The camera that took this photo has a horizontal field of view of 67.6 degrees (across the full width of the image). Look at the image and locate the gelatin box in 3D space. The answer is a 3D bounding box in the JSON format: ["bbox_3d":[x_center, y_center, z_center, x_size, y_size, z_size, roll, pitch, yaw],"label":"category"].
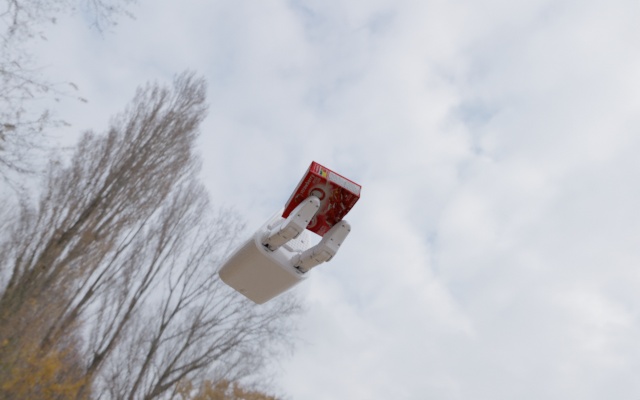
[{"bbox_3d":[0.000,0.002,0.620,0.073,0.089,0.030,27,36,-10],"label":"gelatin box"}]
